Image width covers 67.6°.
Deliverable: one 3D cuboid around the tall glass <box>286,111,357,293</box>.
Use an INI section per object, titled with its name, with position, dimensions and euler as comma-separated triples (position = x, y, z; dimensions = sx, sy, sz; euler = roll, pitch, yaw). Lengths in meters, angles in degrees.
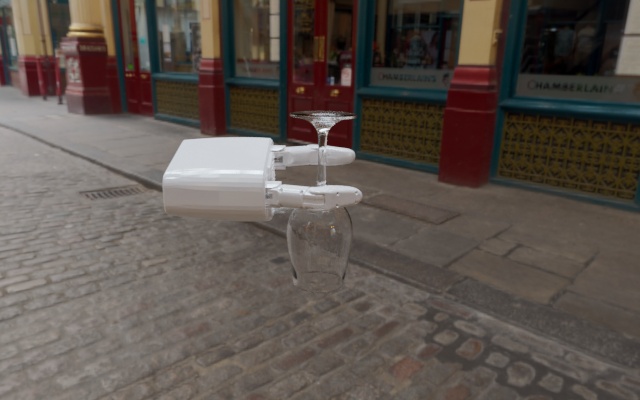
[tall glass]
position = 0.000, 0.001, 0.547
dimensions = 0.079, 0.201, 0.079
euler = 1, 16, 0
